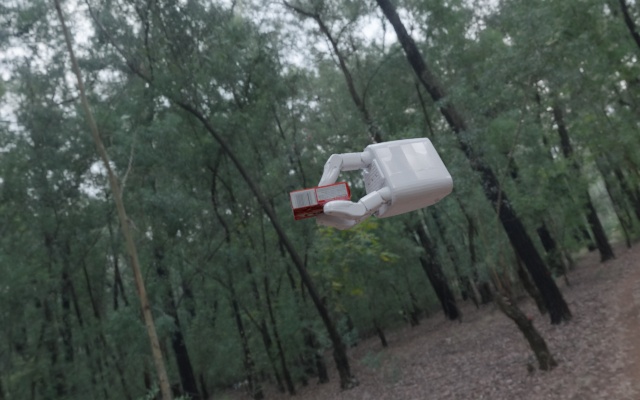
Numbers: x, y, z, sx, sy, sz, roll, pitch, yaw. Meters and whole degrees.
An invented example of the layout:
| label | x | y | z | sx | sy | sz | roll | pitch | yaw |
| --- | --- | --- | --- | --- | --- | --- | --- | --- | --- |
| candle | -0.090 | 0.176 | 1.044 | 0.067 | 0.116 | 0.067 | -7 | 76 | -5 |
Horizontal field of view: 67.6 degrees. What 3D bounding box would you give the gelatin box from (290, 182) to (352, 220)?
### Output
| label | x | y | z | sx | sy | sz | roll | pitch | yaw |
| --- | --- | --- | --- | --- | --- | --- | --- | --- | --- |
| gelatin box | 0.000 | 0.002 | 0.729 | 0.089 | 0.030 | 0.073 | -11 | -14 | -3 |
